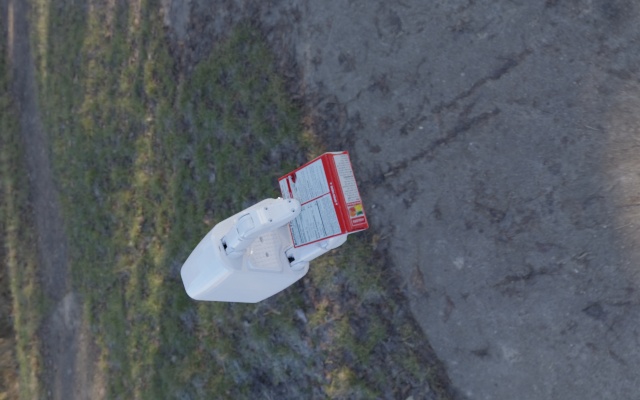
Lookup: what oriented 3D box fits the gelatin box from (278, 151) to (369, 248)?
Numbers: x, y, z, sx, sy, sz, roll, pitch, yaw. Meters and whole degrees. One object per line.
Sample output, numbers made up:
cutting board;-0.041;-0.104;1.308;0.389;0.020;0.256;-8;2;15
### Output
gelatin box;0.000;0.001;0.453;0.030;0.073;0.089;-10;-8;-37
